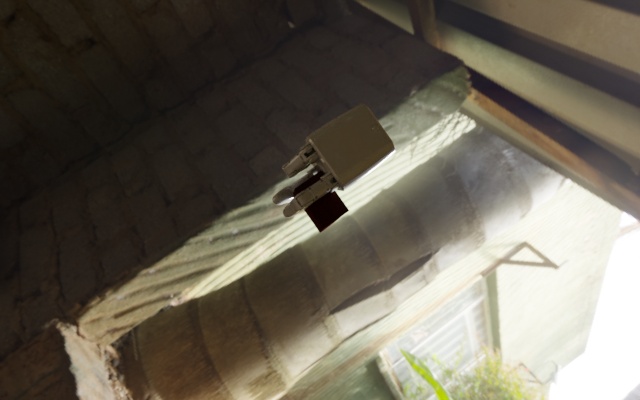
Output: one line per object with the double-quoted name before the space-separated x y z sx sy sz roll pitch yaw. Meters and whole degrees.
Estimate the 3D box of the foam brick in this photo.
"foam brick" 0.000 0.003 0.742 0.051 0.078 0.053 -35 -3 -10
